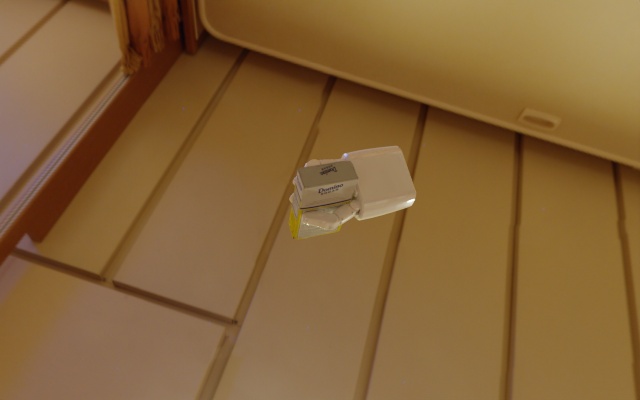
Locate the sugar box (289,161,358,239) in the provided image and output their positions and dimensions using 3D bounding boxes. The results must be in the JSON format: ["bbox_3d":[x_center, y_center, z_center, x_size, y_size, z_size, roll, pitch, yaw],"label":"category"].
[{"bbox_3d":[0.000,0.002,0.819,0.093,0.048,0.176,-10,-32,-16],"label":"sugar box"}]
